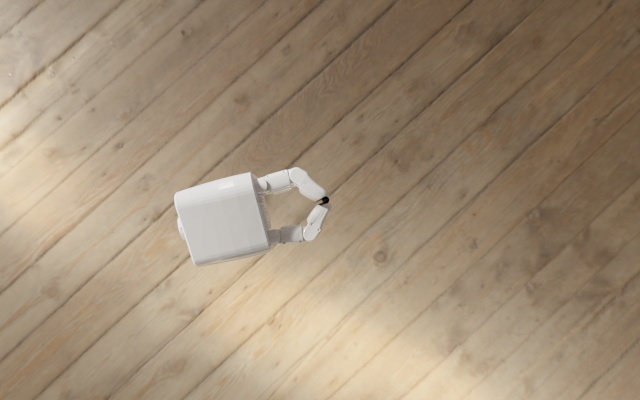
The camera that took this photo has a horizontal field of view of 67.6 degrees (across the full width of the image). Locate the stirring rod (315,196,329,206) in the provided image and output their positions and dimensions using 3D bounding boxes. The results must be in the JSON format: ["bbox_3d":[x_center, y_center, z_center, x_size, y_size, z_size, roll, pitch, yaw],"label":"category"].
[{"bbox_3d":[0.000,0.002,0.630,0.011,0.011,0.239,0,-1,-3],"label":"stirring rod"}]
